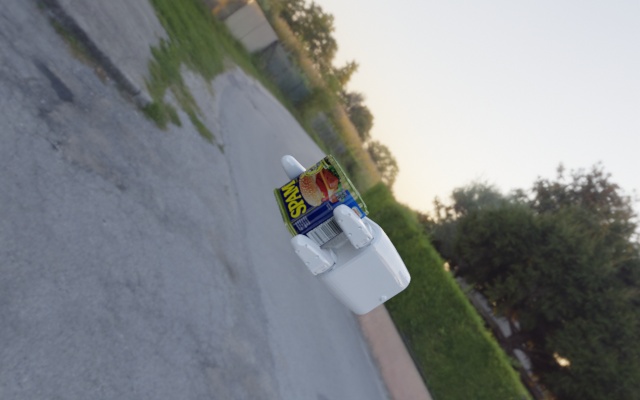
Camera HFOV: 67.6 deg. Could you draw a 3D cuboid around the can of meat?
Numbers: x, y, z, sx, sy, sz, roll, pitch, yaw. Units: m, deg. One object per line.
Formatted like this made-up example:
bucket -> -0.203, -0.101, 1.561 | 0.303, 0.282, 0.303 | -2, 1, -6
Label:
can of meat -> 0.000, 0.002, 0.555 | 0.084, 0.057, 0.102 | -34, 35, 5
